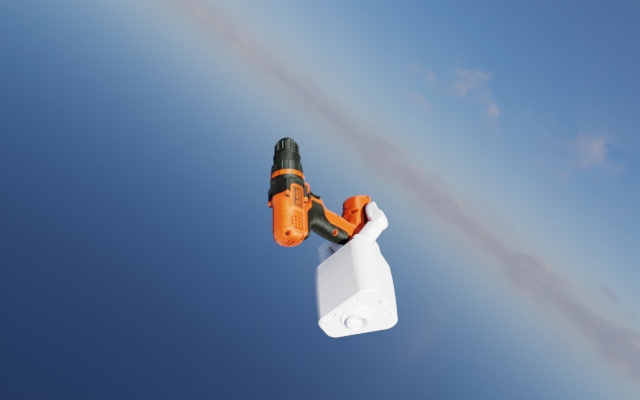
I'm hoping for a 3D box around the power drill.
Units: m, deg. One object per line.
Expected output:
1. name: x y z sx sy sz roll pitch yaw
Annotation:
1. power drill: 0.001 0.003 0.763 0.188 0.184 0.057 21 -36 -35
